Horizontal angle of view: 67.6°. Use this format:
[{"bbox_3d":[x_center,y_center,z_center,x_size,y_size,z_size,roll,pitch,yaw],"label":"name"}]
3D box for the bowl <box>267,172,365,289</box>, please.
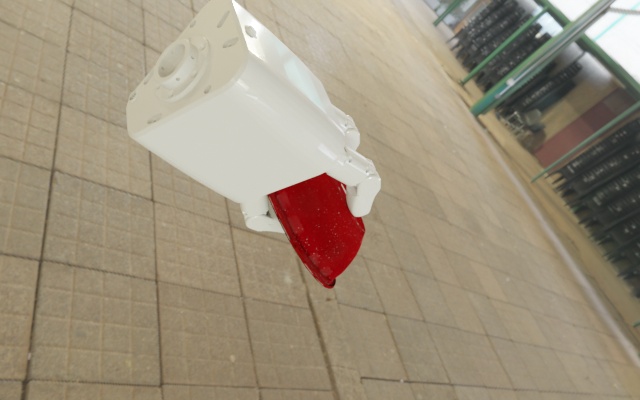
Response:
[{"bbox_3d":[0.001,0.002,0.469,0.055,0.162,0.162,-26,-4,8],"label":"bowl"}]
